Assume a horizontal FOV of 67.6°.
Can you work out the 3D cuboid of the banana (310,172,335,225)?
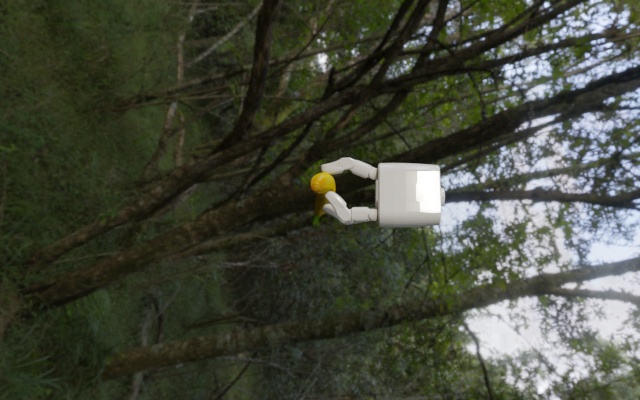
[{"bbox_3d":[0.005,-0.013,0.877,0.037,0.069,0.198,14,-21,6],"label":"banana"}]
